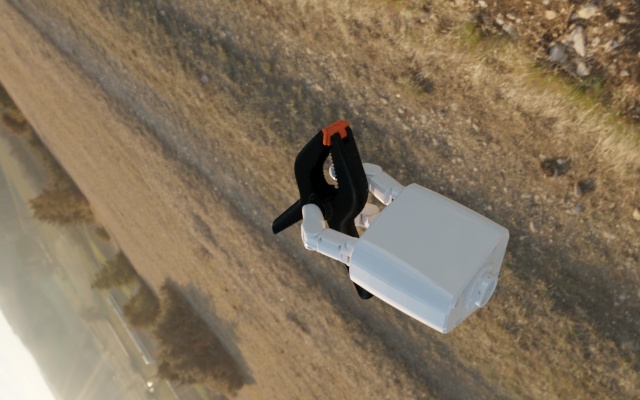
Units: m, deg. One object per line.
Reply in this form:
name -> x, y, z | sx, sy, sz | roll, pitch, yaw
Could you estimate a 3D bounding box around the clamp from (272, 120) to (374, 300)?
clamp -> 0.000, 0.002, 0.543 | 0.164, 0.210, 0.036 | 26, 44, 32
